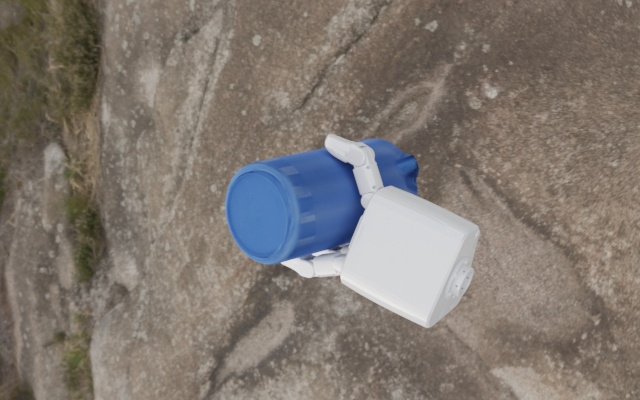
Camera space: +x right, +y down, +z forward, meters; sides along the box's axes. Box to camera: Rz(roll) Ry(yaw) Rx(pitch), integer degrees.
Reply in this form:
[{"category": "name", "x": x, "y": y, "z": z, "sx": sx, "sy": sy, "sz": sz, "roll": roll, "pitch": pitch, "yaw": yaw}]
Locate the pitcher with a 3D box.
[{"category": "pitcher", "x": 0.000, "y": 0.002, "z": 0.586, "sx": 0.145, "sy": 0.149, "sz": 0.243, "roll": 27, "pitch": 24, "yaw": 31}]
